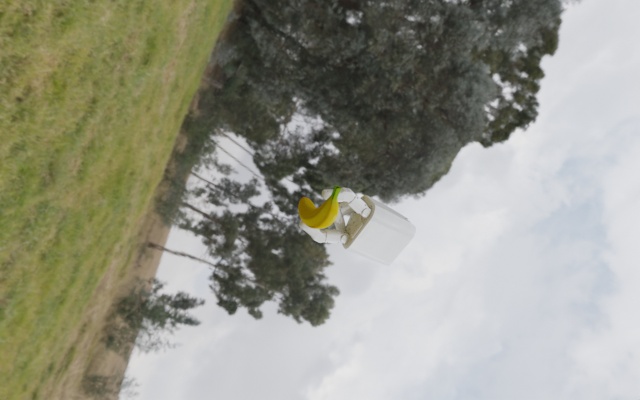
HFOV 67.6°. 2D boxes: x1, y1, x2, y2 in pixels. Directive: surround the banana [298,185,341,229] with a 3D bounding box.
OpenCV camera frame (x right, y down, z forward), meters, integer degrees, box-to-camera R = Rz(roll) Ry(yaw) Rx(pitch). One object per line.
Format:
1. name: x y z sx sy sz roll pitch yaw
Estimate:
1. banana: -0.005 0.020 0.878 0.037 0.069 0.198 25 -14 -17
